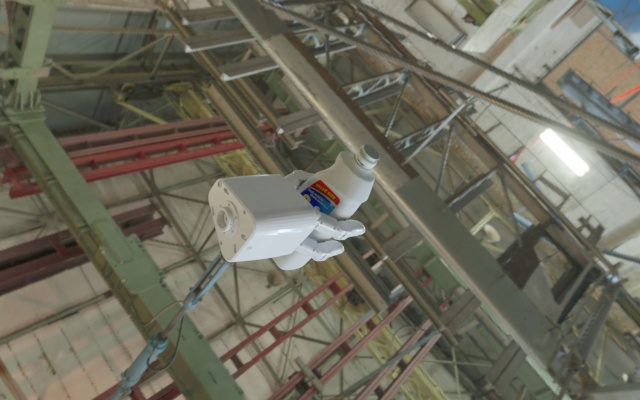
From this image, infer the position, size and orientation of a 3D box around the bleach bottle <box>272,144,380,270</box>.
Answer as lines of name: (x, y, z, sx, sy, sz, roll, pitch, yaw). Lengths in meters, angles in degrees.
bleach bottle: (0.000, 0.003, 0.735, 0.068, 0.102, 0.251, -5, -34, -45)
